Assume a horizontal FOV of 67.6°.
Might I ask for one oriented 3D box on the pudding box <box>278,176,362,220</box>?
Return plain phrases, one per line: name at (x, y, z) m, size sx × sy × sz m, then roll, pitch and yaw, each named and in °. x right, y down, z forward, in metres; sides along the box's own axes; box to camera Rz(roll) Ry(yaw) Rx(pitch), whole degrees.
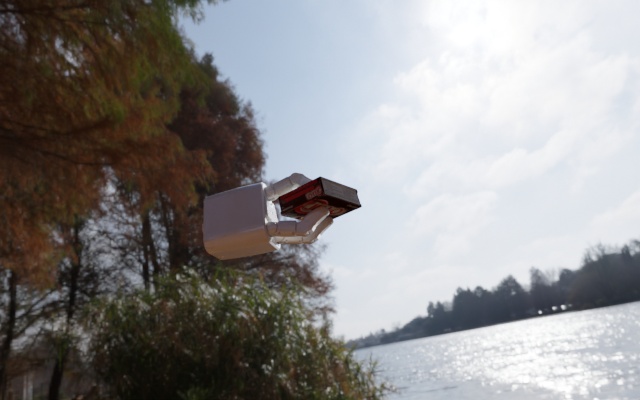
pudding box at (0.000, 0.002, 0.788) m, size 0.090 × 0.039 × 0.113 m, roll -24°, pitch -21°, yaw 31°
